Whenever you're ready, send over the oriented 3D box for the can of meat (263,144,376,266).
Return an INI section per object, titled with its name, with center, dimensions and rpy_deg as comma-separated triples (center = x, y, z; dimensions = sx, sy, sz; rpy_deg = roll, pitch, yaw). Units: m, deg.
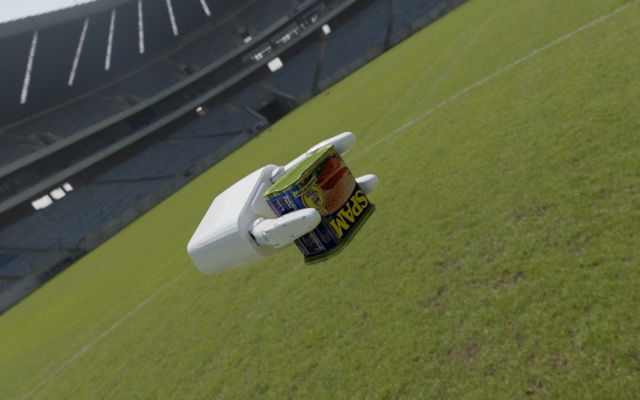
[can of meat]
center = 0.000, 0.001, 0.491
dimensions = 0.057, 0.084, 0.102
rpy_deg = -22, 16, 42
